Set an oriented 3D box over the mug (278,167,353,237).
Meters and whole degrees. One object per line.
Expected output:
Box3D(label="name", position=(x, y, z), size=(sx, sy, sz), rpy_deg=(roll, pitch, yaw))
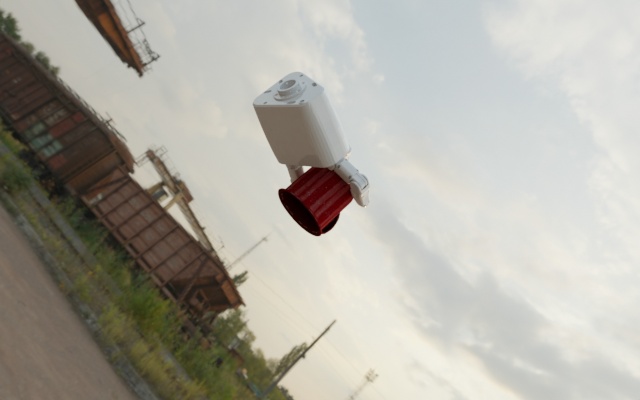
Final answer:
Box3D(label="mug", position=(0.001, 0.003, 0.733), size=(0.081, 0.117, 0.093), rpy_deg=(-42, 41, -20))
